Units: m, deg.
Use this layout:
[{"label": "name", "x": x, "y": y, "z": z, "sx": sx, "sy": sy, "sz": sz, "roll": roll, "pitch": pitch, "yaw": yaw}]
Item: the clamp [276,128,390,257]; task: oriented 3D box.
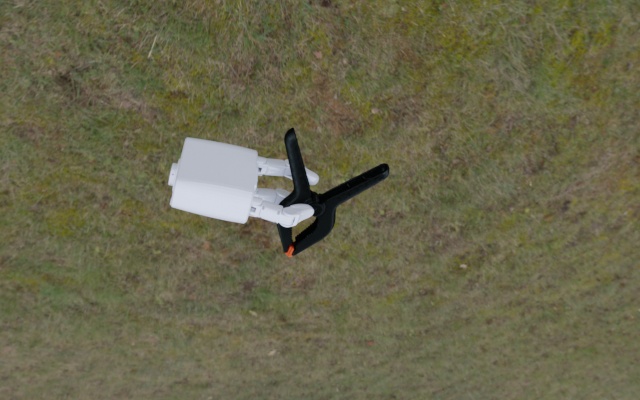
[{"label": "clamp", "x": 0.000, "y": 0.003, "z": 0.728, "sx": 0.164, "sy": 0.210, "sz": 0.036, "roll": 13, "pitch": 30, "yaw": -13}]
